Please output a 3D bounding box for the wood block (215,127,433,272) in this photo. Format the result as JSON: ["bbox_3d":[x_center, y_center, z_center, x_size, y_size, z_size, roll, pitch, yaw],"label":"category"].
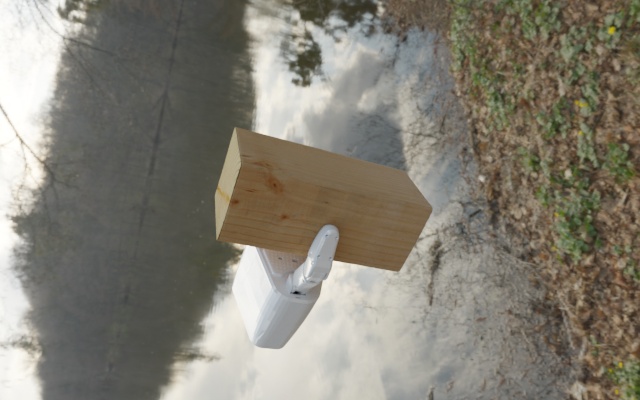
[{"bbox_3d":[0.000,0.002,0.514,0.206,0.090,0.090,12,28,-20],"label":"wood block"}]
